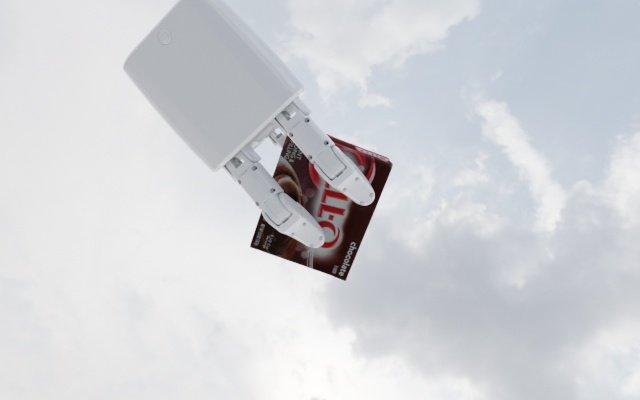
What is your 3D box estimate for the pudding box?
[{"bbox_3d":[0.000,0.001,0.413,0.090,0.113,0.039,20,16,-1],"label":"pudding box"}]
